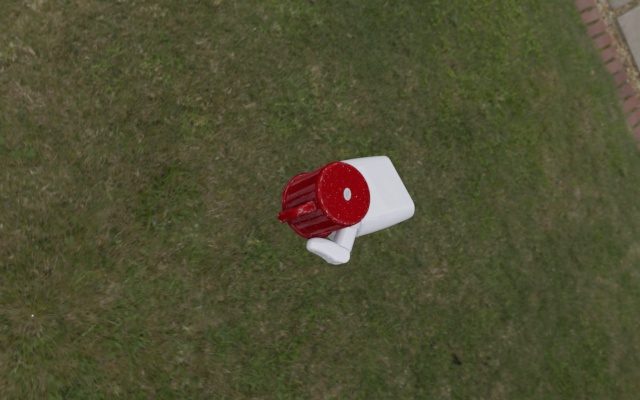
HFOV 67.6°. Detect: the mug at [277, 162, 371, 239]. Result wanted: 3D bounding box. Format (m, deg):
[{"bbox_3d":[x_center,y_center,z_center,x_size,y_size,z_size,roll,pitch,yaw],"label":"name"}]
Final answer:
[{"bbox_3d":[-0.001,0.002,0.600,0.117,0.093,0.081,-18,-2,-35],"label":"mug"}]
